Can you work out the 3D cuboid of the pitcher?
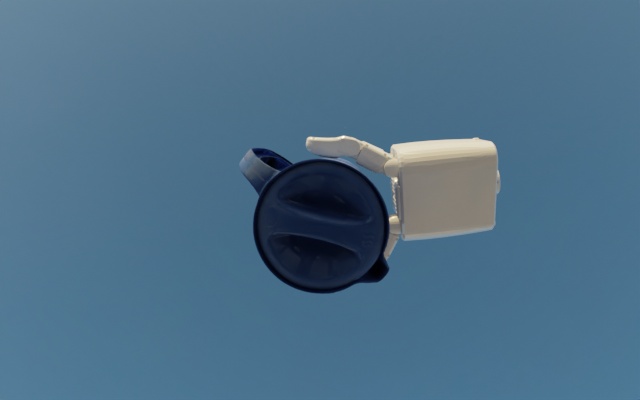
[{"bbox_3d":[0.000,0.002,0.571,0.145,0.149,0.243,-6,8,5],"label":"pitcher"}]
